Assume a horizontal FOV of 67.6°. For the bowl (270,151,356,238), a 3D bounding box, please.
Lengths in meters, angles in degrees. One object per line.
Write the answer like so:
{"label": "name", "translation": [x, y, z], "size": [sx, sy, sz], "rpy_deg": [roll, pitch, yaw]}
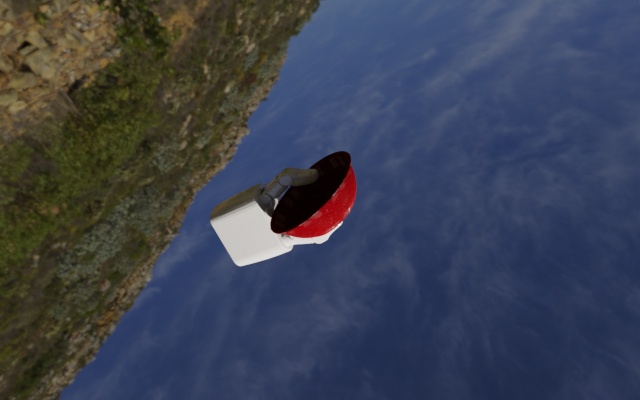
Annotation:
{"label": "bowl", "translation": [0.001, 0.002, 0.714], "size": [0.055, 0.162, 0.162], "rpy_deg": [44, -19, -21]}
